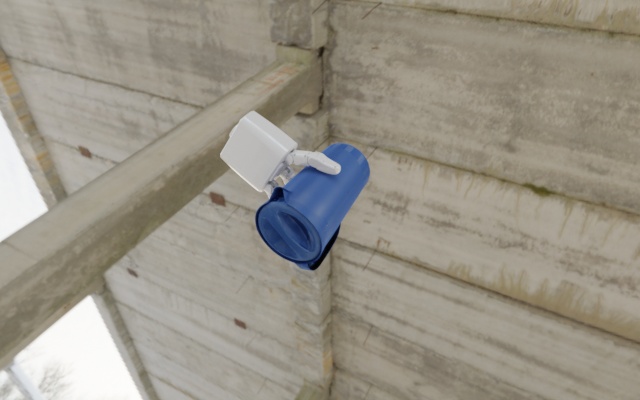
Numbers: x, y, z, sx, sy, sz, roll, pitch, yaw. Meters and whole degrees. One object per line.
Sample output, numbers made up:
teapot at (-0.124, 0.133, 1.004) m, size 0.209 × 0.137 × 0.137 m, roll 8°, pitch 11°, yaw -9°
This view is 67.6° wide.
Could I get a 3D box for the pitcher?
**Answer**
pitcher at (0.000, 0.003, 0.893) m, size 0.242 × 0.145 × 0.149 m, roll -49°, pitch -4°, yaw -43°
